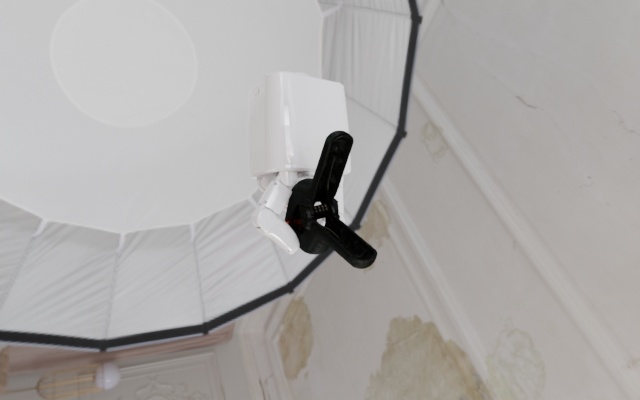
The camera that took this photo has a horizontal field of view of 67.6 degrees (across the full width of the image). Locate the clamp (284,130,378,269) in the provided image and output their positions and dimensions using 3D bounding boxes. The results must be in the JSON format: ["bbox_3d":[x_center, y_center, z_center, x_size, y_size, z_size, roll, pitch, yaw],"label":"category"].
[{"bbox_3d":[0.001,0.002,0.472,0.039,0.120,0.171,-1,-2,-26],"label":"clamp"}]
